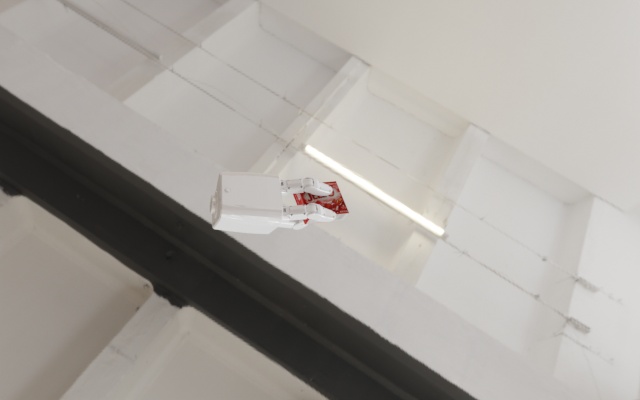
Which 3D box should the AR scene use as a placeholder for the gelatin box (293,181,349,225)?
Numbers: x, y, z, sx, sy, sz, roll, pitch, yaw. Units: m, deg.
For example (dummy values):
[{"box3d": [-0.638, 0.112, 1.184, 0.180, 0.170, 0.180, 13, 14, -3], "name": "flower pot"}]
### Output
[{"box3d": [0.000, 0.003, 0.892, 0.089, 0.073, 0.030, -5, -30, -31], "name": "gelatin box"}]
